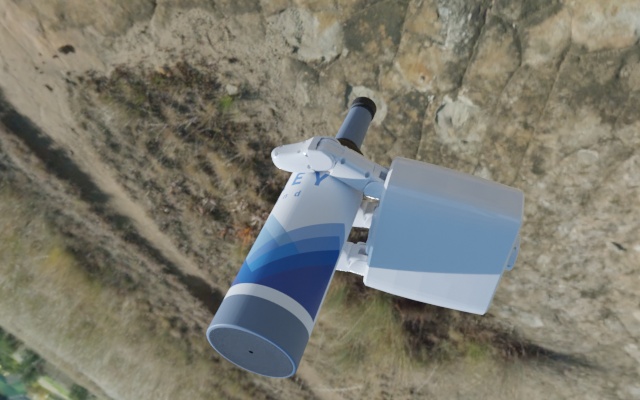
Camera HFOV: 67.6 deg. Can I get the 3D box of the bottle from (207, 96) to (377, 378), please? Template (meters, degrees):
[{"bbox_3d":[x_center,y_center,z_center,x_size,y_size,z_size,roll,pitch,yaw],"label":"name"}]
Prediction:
[{"bbox_3d":[0.000,0.002,0.417,0.069,0.069,0.295,0,44,26],"label":"bottle"}]
